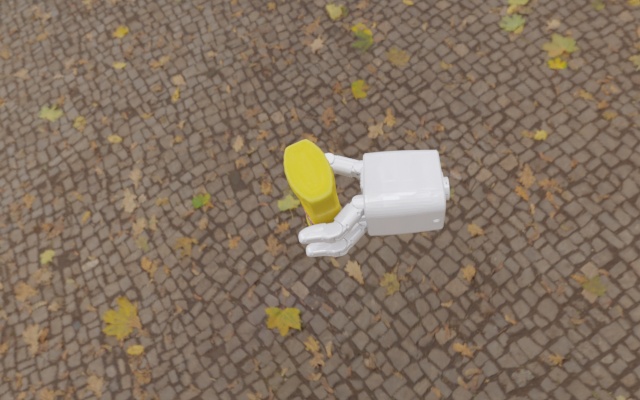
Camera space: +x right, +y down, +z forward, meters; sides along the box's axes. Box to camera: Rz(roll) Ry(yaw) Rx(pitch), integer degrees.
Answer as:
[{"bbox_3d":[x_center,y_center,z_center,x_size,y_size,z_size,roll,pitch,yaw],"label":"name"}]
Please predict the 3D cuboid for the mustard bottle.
[{"bbox_3d":[0.000,0.002,0.681,0.058,0.096,0.192,-25,-29,-2],"label":"mustard bottle"}]
